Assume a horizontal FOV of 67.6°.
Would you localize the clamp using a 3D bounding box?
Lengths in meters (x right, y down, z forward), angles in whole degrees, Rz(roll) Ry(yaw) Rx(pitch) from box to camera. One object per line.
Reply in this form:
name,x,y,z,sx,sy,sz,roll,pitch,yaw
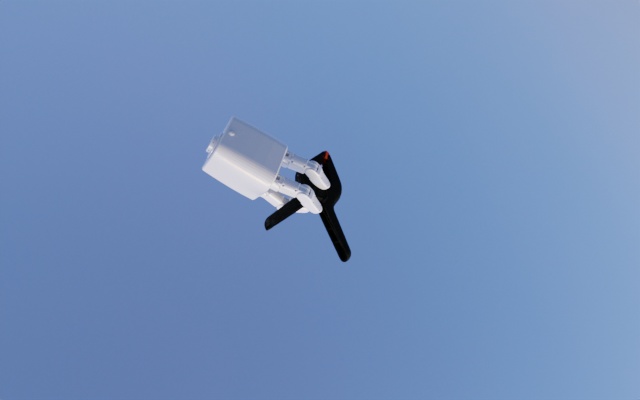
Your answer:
clamp,0.000,0.003,0.857,0.164,0.209,0.036,31,-39,-17
